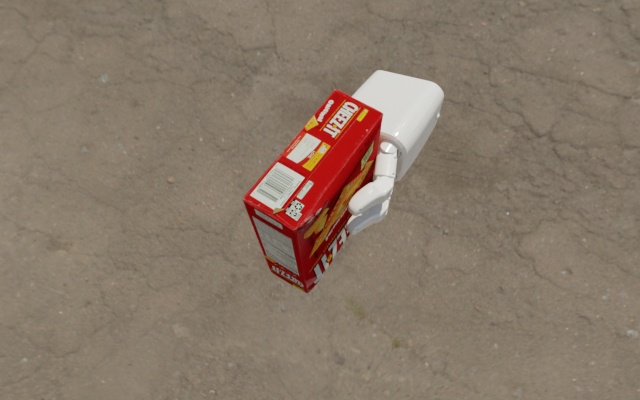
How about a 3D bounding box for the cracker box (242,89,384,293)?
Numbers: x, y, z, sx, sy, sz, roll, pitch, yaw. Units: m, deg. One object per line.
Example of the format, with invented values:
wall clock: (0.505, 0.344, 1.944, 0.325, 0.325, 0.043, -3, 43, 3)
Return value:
cracker box: (0.000, 0.002, 0.569, 0.072, 0.164, 0.214, 31, -22, 17)
